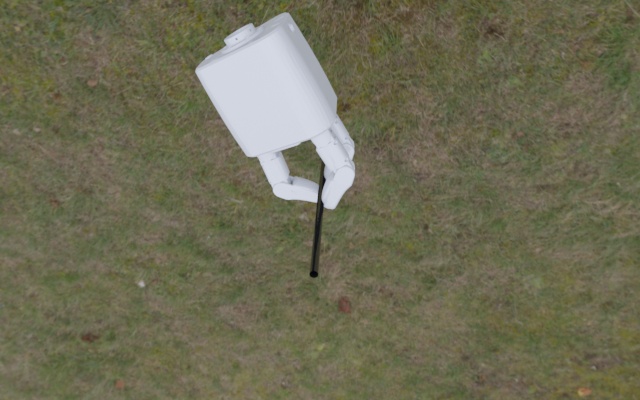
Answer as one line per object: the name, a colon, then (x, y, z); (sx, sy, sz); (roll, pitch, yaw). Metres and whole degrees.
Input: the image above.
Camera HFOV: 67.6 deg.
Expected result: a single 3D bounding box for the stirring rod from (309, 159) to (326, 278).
stirring rod: (0.000, 0.002, 0.526); (0.011, 0.011, 0.239); (0, 32, 3)
